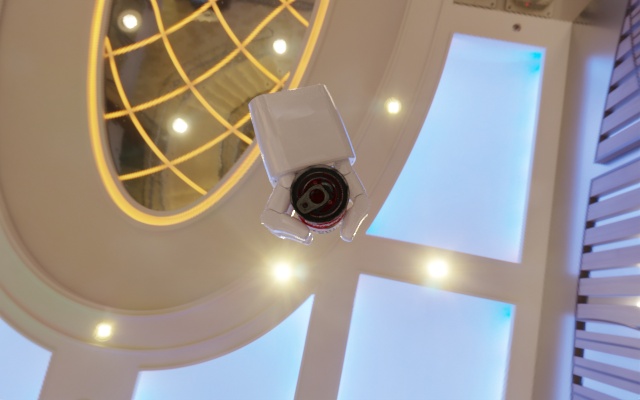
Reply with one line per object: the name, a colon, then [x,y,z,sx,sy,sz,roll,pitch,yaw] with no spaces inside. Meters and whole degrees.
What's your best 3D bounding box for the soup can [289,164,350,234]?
soup can: [0.000,0.002,0.582,0.068,0.068,0.102,0,-11,1]
